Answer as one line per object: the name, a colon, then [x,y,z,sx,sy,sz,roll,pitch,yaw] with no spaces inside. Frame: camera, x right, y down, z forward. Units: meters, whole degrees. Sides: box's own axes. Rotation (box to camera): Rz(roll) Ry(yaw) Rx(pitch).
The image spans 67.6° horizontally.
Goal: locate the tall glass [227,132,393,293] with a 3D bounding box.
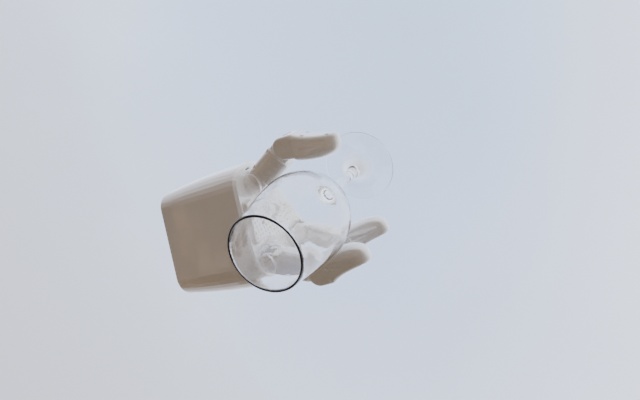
tall glass: [0.000,0.001,0.418,0.079,0.079,0.201,0,22,25]
